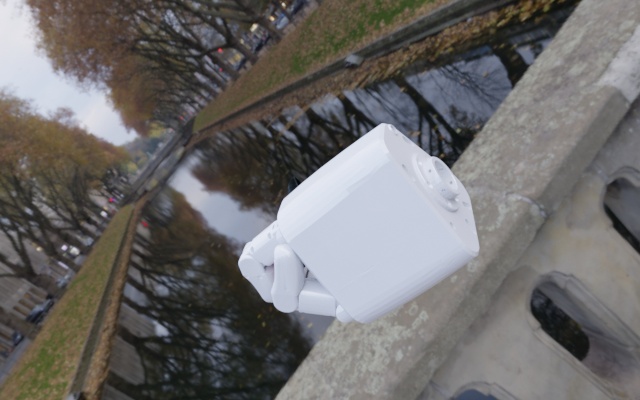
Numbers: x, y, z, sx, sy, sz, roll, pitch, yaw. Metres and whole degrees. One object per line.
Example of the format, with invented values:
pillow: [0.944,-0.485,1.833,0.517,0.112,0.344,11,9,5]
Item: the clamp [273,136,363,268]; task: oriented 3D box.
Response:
clamp: [0.000,0.001,0.462,0.120,0.039,0.171,-38,21,30]
